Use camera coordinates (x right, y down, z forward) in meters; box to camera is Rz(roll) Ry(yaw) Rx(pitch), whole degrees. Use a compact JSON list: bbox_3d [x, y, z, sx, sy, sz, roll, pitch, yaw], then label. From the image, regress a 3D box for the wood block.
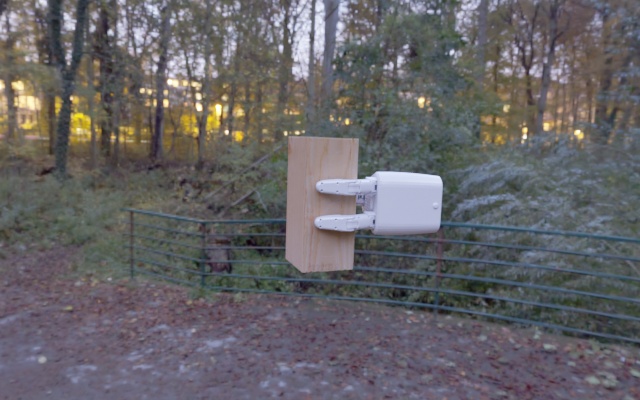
[{"bbox_3d":[0.000,0.002,0.768,0.090,0.206,0.091,-1,8,-21],"label":"wood block"}]
